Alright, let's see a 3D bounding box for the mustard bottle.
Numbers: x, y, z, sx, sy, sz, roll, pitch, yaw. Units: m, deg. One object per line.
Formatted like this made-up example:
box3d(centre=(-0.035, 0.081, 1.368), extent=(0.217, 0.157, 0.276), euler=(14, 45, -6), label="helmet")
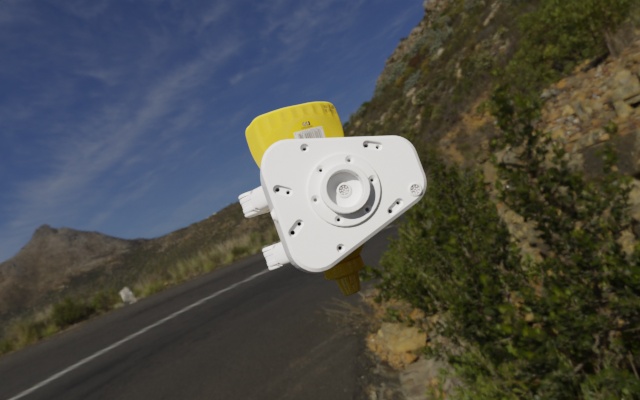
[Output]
box3d(centre=(0.000, 0.001, 0.478), extent=(0.096, 0.191, 0.058), euler=(-18, -4, -30), label="mustard bottle")
